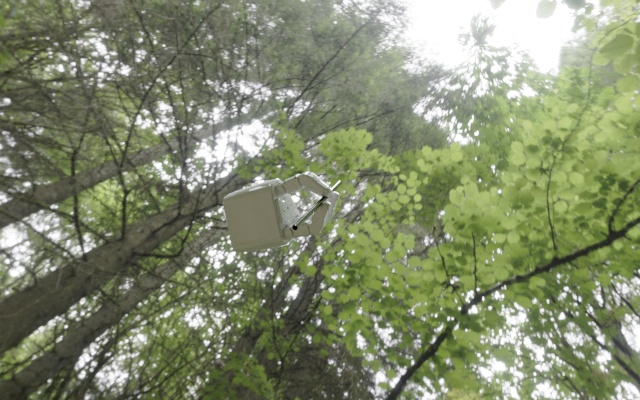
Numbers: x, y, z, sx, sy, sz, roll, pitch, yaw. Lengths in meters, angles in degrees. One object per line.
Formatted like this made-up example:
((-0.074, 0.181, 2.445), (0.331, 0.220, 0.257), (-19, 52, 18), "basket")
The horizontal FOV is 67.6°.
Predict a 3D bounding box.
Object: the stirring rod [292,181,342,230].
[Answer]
((0.000, 0.003, 0.781), (0.011, 0.011, 0.239), (0, 17, 18), "stirring rod")
